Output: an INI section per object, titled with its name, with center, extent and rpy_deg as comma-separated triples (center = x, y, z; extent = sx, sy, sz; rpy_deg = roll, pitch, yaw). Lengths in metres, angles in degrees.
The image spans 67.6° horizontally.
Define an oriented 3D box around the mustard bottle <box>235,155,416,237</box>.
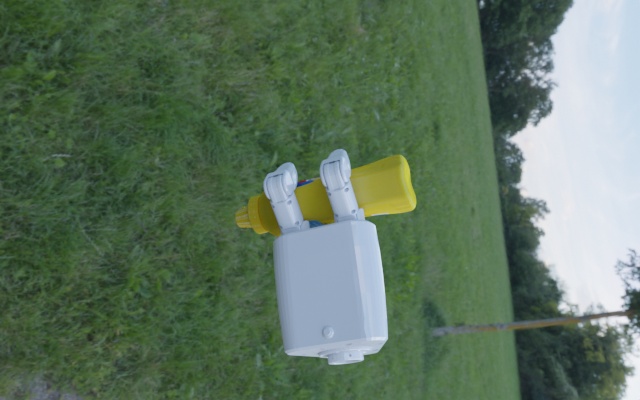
[mustard bottle]
center = 0.000, 0.001, 0.502
extent = 0.191, 0.058, 0.096
rpy_deg = -13, -1, 14
